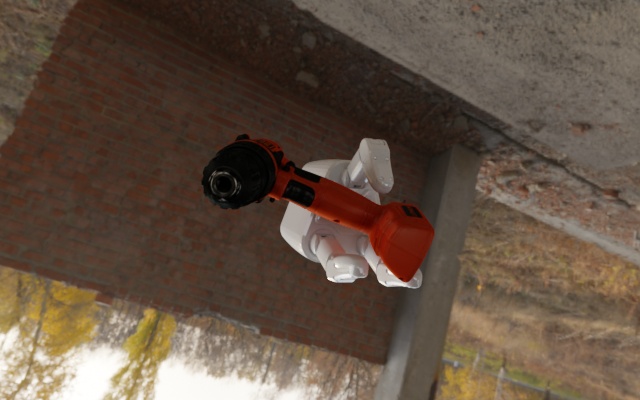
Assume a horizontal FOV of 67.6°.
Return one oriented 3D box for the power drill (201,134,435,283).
[{"bbox_3d":[0.000,0.002,0.411,0.187,0.057,0.184,26,12,-3],"label":"power drill"}]
